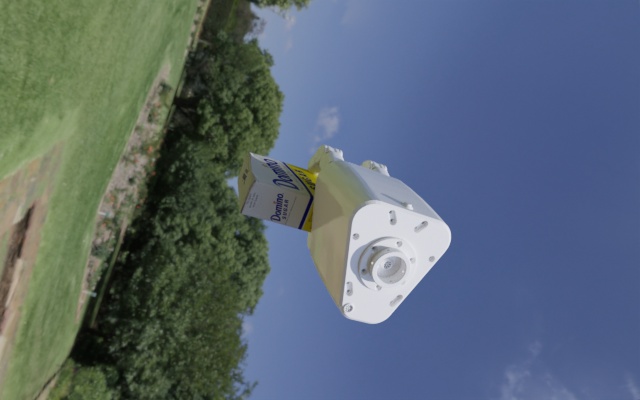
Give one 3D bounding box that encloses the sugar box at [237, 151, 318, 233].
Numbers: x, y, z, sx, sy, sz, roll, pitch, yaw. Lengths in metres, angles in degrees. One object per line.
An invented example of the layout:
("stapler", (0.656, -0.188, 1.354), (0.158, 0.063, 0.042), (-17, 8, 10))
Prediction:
("sugar box", (0.000, 0.001, 0.523), (0.176, 0.048, 0.093), (18, 18, -19))
